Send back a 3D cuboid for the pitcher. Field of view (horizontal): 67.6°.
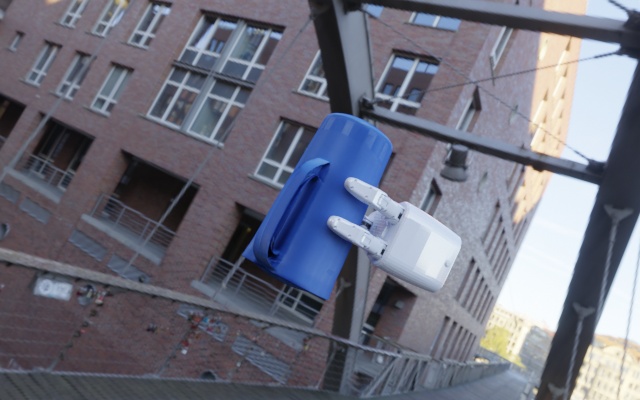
[{"bbox_3d":[0.000,0.002,0.659,0.145,0.243,0.149,29,-8,-17],"label":"pitcher"}]
